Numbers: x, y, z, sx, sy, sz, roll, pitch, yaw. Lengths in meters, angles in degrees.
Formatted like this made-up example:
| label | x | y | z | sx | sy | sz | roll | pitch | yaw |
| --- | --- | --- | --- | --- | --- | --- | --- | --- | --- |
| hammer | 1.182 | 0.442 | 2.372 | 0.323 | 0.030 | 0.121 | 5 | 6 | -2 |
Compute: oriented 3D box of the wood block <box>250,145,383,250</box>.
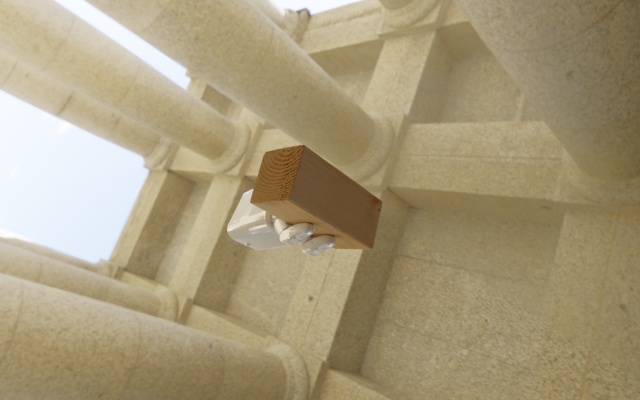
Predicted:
| label | x | y | z | sx | sy | sz | roll | pitch | yaw |
| --- | --- | --- | --- | --- | --- | --- | --- | --- | --- |
| wood block | 0.000 | 0.002 | 0.768 | 0.090 | 0.090 | 0.206 | -5 | -26 | 42 |
